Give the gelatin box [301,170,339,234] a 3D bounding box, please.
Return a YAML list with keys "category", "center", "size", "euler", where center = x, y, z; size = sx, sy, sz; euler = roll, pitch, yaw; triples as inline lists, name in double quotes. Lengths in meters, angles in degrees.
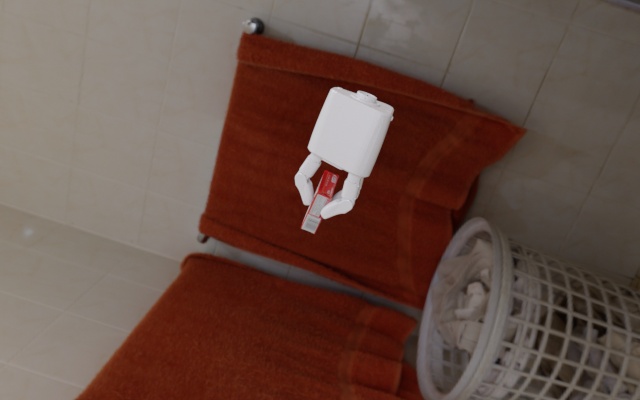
- category: "gelatin box"
  center: [0.000, 0.003, 0.837]
  size: [0.030, 0.089, 0.073]
  euler: [23, 36, -2]
